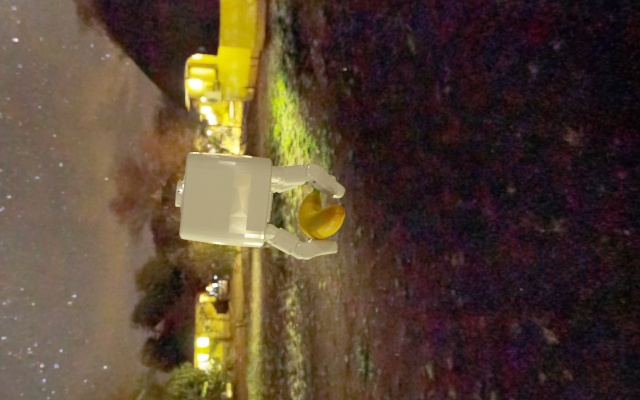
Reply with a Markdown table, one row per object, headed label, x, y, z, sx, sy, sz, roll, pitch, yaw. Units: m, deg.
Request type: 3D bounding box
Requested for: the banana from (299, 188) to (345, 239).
| label | x | y | z | sx | sy | sz | roll | pitch | yaw |
| --- | --- | --- | --- | --- | --- | --- | --- | --- | --- |
| banana | -0.005 | 0.019 | 0.667 | 0.037 | 0.069 | 0.197 | 11 | 10 | -12 |
